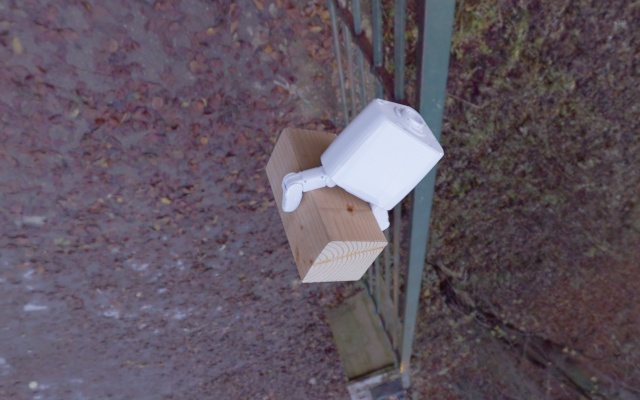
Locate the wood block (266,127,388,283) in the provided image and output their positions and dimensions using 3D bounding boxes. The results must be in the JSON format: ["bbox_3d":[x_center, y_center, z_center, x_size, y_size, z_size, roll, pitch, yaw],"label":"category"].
[{"bbox_3d":[0.000,0.002,0.669,0.091,0.206,0.090,3,-43,-30],"label":"wood block"}]
